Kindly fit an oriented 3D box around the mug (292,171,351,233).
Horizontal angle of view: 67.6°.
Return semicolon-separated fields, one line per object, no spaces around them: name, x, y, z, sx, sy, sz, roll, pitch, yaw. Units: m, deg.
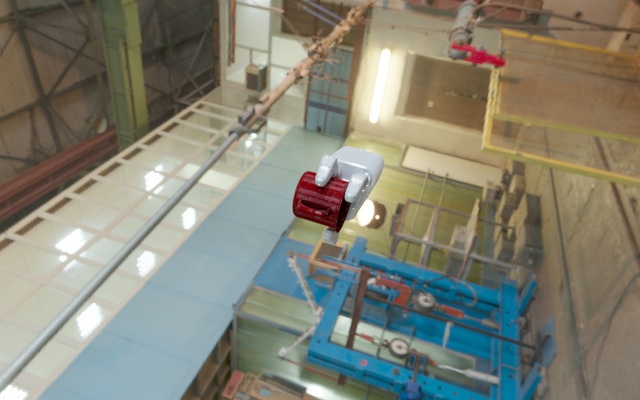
mug;-0.001;0.003;0.789;0.081;0.093;0.117;16;24;13
